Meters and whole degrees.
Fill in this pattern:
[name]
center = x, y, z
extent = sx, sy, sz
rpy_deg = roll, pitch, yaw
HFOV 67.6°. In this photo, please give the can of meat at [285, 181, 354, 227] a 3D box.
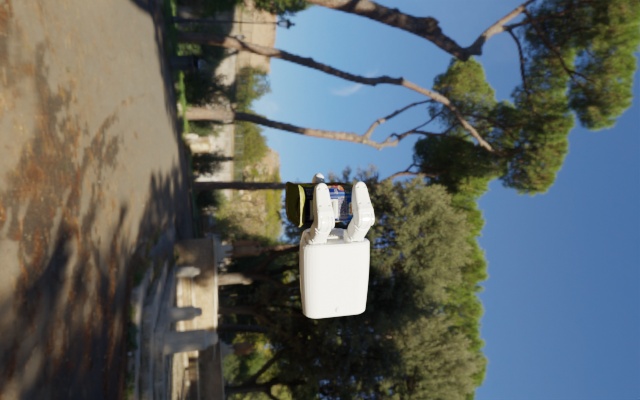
[can of meat]
center = 0.000, 0.002, 0.686
extent = 0.084, 0.057, 0.102
rpy_deg = -2, 7, -15
